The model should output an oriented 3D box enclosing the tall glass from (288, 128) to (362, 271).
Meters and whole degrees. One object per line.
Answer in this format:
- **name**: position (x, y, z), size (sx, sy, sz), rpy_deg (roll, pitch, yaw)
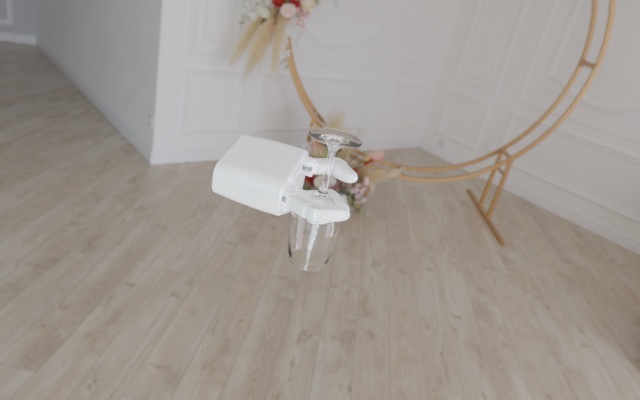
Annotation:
- **tall glass**: position (0.000, 0.002, 0.689), size (0.079, 0.201, 0.079), rpy_deg (10, 24, -5)
